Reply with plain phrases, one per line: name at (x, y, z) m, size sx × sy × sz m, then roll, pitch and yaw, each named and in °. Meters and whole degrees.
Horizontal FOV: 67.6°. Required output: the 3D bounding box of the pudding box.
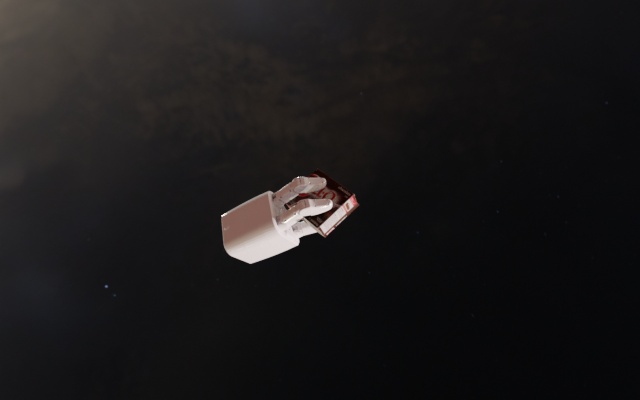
pudding box at (0.000, 0.003, 0.867) m, size 0.113 × 0.090 × 0.039 m, roll 38°, pitch -13°, yaw 40°
